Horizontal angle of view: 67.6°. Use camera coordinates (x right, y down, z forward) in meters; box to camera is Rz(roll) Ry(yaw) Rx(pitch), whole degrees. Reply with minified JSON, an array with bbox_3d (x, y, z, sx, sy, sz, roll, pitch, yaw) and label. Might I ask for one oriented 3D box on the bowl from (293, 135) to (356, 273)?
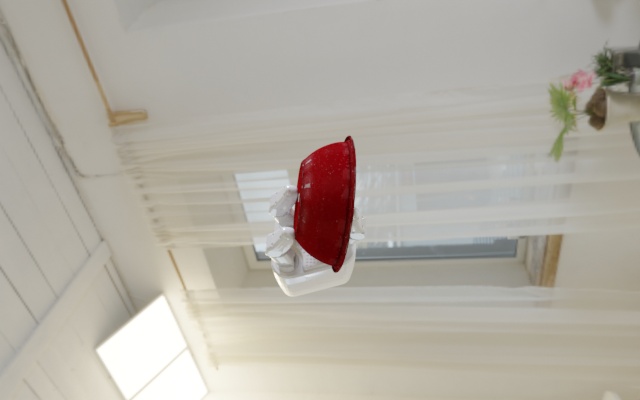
[{"bbox_3d":[0.000,0.001,0.560,0.055,0.162,0.162,6,-1,-6],"label":"bowl"}]
